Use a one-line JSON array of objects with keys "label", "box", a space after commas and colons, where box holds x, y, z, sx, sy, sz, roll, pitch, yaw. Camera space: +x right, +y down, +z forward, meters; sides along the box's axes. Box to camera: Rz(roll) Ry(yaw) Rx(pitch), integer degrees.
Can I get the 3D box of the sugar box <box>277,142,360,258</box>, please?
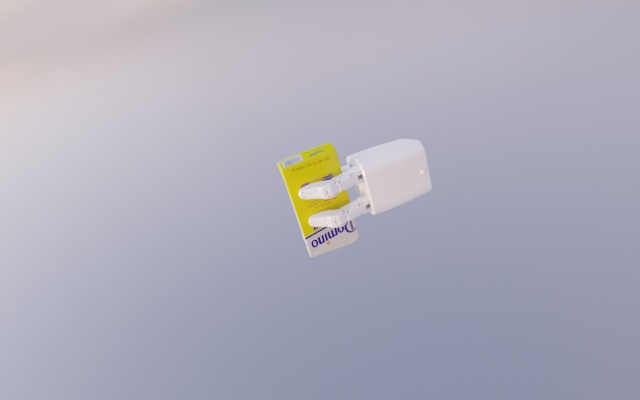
[{"label": "sugar box", "box": [0.000, 0.003, 0.786, 0.093, 0.176, 0.048, -21, 28, -4]}]
